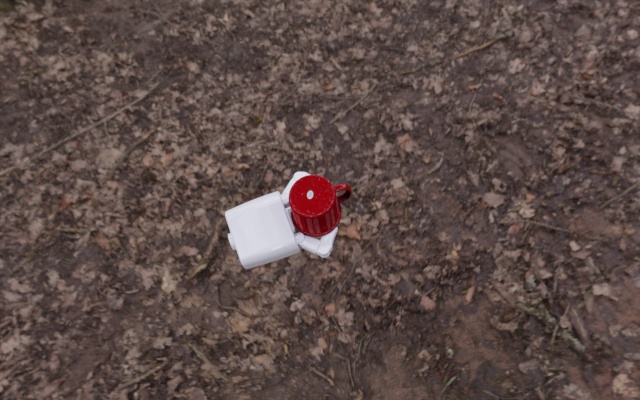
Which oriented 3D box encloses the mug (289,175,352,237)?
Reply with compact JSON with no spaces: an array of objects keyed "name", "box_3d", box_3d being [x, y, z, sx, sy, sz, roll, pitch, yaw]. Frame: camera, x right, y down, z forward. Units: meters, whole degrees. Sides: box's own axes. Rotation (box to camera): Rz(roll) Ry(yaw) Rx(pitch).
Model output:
[{"name":"mug","box_3d":[0.001,0.002,0.835,0.117,0.093,0.081,-20,-24,-4]}]
